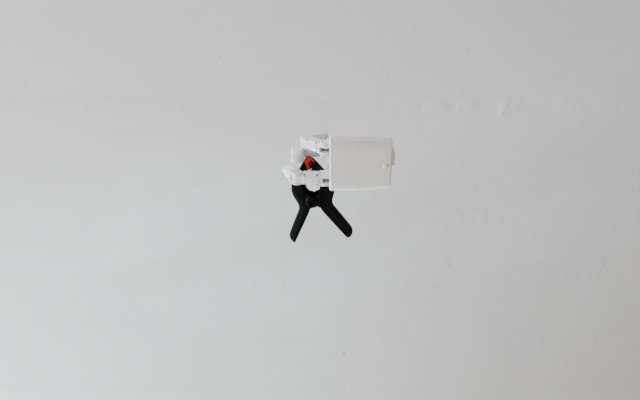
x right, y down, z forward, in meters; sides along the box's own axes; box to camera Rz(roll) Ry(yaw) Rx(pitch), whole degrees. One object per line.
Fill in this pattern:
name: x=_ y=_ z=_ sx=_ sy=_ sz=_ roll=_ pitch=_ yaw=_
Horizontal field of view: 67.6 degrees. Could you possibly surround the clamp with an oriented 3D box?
clamp: x=0.000 y=0.002 z=0.885 sx=0.120 sy=0.171 sz=0.039 roll=0 pitch=26 yaw=1
